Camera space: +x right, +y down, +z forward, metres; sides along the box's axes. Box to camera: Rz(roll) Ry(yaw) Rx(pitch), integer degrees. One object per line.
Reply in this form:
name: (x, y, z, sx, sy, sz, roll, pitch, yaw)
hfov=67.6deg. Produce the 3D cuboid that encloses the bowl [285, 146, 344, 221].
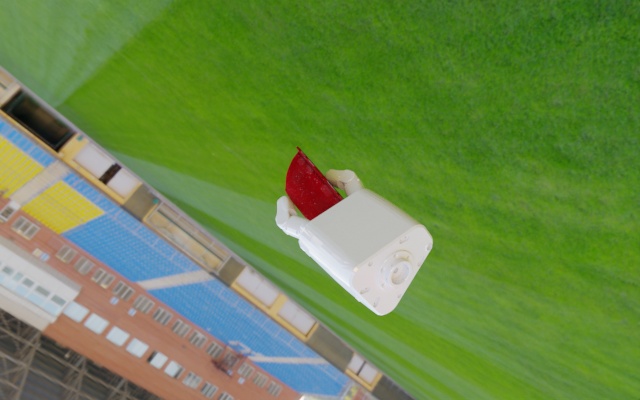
bowl: (-0.001, 0.002, 0.670, 0.055, 0.162, 0.162, -40, -2, 2)
